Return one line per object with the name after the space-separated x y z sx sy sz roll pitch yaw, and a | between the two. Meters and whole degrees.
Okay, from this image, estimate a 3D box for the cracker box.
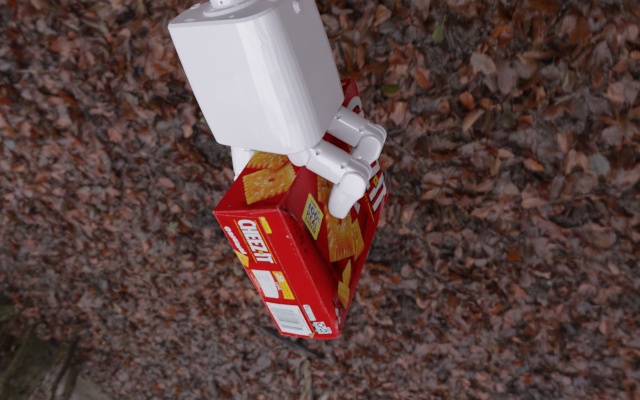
0.000 0.002 0.477 0.072 0.164 0.213 -1 39 26 | cracker box
